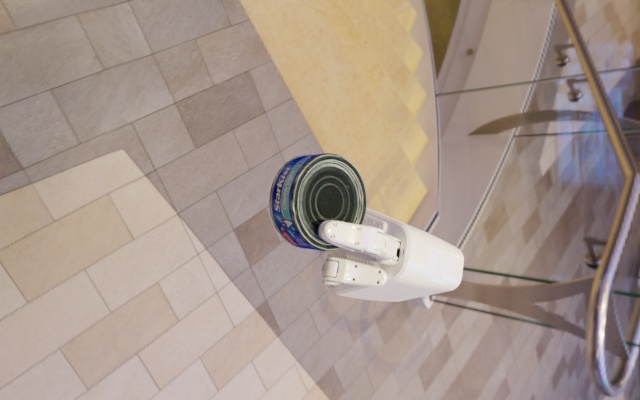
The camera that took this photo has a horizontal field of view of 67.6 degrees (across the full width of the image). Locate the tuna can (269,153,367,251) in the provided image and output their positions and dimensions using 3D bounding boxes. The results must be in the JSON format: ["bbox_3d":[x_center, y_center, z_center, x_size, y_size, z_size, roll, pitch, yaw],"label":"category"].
[{"bbox_3d":[0.000,0.001,0.419,0.086,0.086,0.034,0,1,-38],"label":"tuna can"}]
